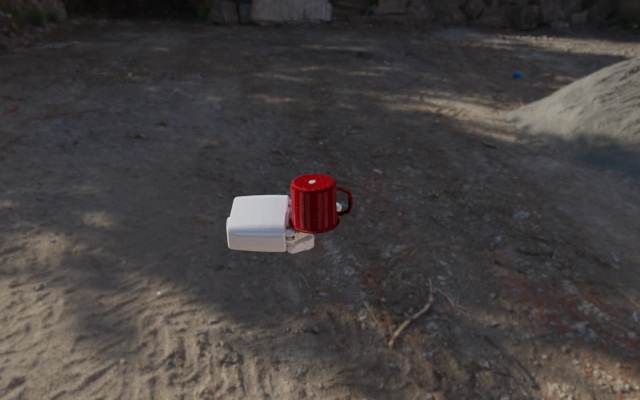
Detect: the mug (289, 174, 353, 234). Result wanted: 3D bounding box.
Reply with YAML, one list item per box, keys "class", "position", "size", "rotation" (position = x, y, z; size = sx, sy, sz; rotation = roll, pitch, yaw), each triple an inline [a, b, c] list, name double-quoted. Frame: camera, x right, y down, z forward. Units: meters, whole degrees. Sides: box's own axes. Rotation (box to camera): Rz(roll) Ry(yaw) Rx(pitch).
- class: "mug"
  position: [0.002, 0.003, 0.859]
  size: [0.117, 0.081, 0.093]
  rotation: [0, 25, 2]
